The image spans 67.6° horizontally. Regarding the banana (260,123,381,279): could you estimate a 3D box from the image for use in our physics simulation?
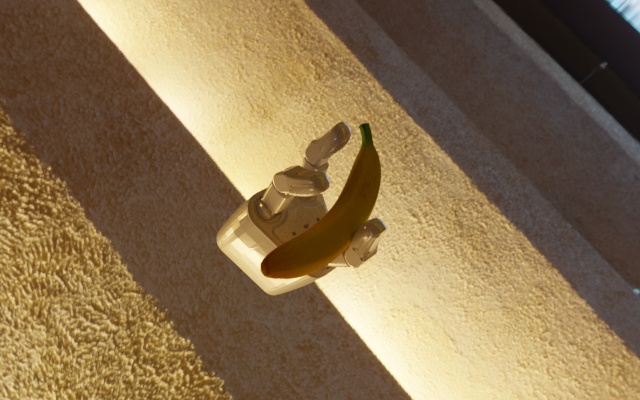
[{"bbox_3d":[0.014,0.012,0.458,0.070,0.197,0.037,47,-36,-20],"label":"banana"}]
